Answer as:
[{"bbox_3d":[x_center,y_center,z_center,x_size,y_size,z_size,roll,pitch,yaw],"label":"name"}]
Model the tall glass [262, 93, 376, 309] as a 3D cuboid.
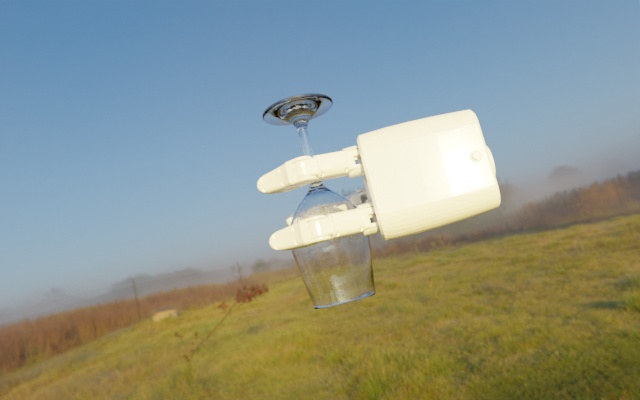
[{"bbox_3d":[0.000,0.001,0.475,0.079,0.201,0.079,-13,-10,-2],"label":"tall glass"}]
